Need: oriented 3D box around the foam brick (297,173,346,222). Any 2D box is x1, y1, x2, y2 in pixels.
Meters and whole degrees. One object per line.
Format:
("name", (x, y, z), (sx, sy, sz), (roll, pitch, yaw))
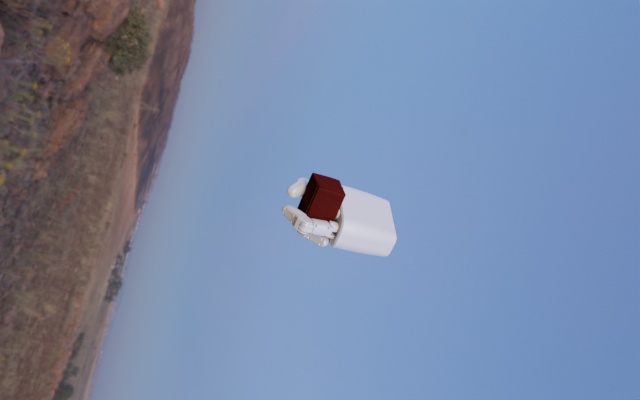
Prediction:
("foam brick", (0.000, 0.002, 0.791), (0.051, 0.078, 0.053), (15, 27, -19))
